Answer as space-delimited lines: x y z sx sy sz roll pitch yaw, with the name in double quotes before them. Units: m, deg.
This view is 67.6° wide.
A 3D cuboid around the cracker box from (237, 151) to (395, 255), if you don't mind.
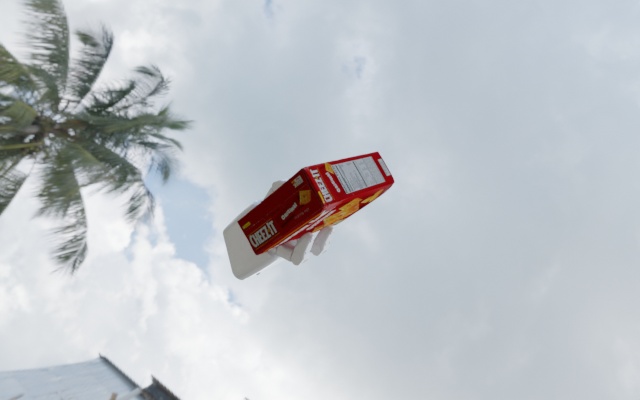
"cracker box" 0.000 0.002 0.767 0.164 0.072 0.213 -37 -11 36
